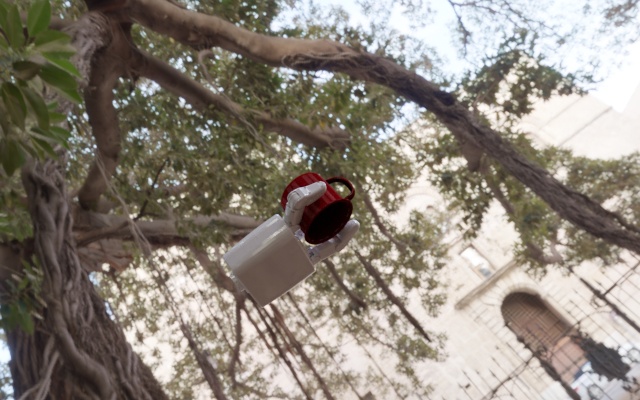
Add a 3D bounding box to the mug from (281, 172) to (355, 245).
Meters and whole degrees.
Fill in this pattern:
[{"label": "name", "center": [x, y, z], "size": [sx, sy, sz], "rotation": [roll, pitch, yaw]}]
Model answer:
[{"label": "mug", "center": [0.001, 0.001, 0.761], "size": [0.117, 0.081, 0.093], "rotation": [-36, -32, -11]}]
